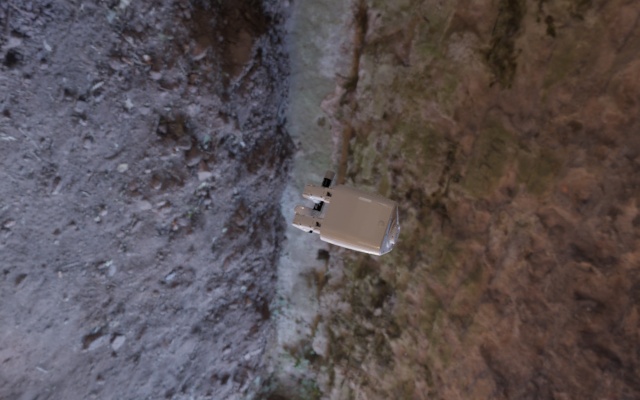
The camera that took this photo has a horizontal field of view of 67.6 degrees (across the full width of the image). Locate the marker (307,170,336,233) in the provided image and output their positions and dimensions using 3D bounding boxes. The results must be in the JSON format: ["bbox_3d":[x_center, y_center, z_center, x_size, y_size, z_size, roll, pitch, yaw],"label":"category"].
[{"bbox_3d":[0.000,0.003,0.885,0.020,0.121,0.020,19,-10,4],"label":"marker"}]
